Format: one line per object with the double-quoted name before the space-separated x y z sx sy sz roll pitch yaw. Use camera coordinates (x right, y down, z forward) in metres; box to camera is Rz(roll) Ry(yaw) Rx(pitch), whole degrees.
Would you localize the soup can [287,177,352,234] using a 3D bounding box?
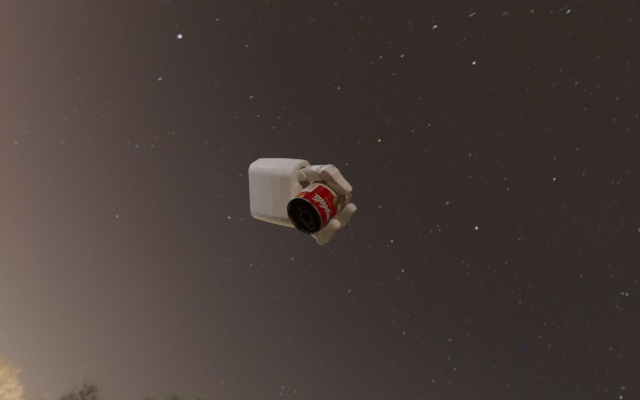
"soup can" 0.001 0.002 0.804 0.068 0.068 0.102 0 28 38
